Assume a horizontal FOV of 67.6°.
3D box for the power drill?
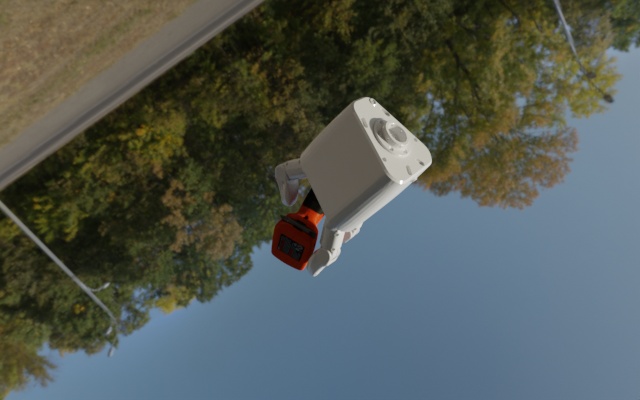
[{"bbox_3d":[0.000,0.002,0.672,0.057,0.187,0.184,27,-28,6],"label":"power drill"}]
